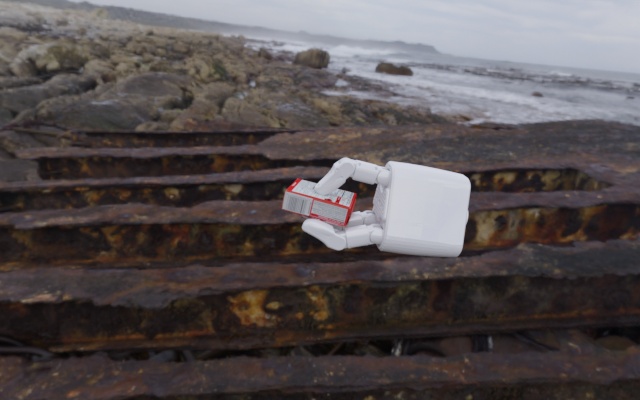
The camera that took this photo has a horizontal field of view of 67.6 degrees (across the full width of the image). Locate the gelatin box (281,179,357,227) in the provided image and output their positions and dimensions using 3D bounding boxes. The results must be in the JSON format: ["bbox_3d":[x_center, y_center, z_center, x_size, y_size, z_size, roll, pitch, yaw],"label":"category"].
[{"bbox_3d":[0.000,0.002,0.635,0.089,0.030,0.073,16,17,5],"label":"gelatin box"}]
